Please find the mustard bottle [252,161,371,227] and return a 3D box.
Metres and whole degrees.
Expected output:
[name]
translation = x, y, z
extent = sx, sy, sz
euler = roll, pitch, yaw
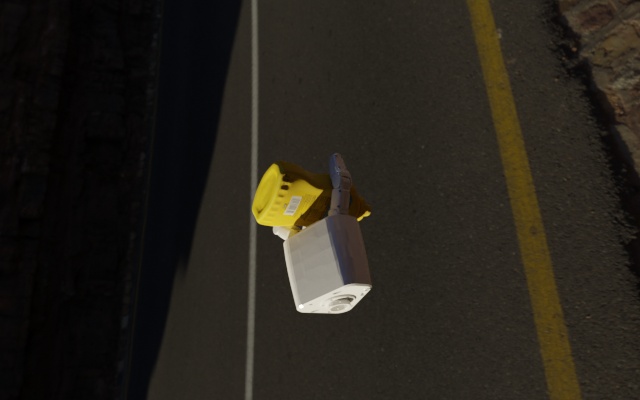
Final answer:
[mustard bottle]
translation = 0.000, 0.002, 0.724
extent = 0.191, 0.096, 0.058
euler = 11, 28, -34
